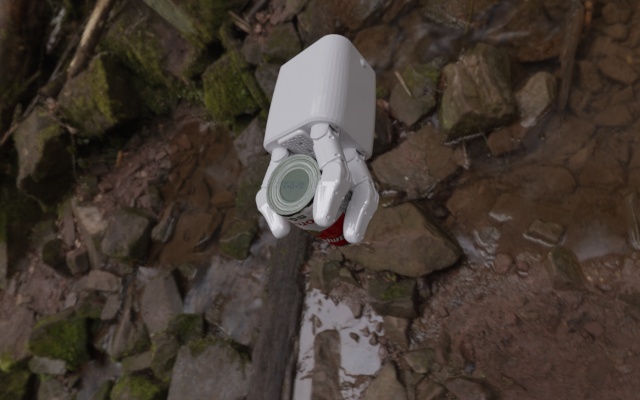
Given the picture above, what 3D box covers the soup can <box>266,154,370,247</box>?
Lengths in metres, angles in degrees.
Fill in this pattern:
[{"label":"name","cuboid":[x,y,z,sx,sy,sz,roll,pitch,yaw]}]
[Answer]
[{"label":"soup can","cuboid":[0.000,0.002,0.499,0.068,0.068,0.102,0,-21,35]}]
